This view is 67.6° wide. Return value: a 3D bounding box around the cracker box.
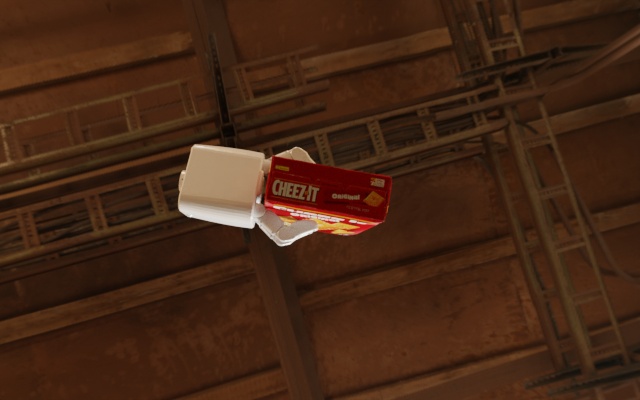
[{"bbox_3d":[0.000,0.002,0.726,0.164,0.072,0.214,9,-9,-5],"label":"cracker box"}]
